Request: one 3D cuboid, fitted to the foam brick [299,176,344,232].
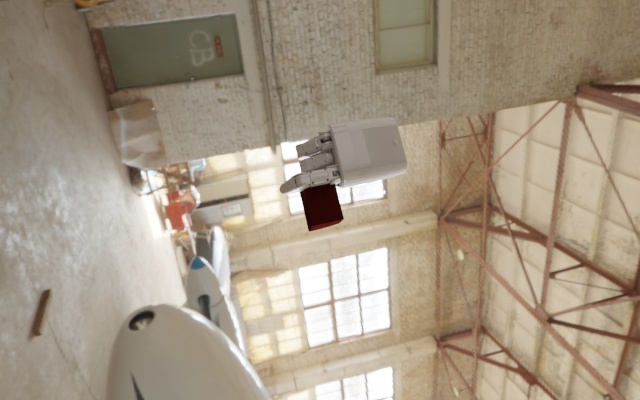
[{"bbox_3d":[0.000,0.003,0.742,0.051,0.078,0.053,-12,-10,-10],"label":"foam brick"}]
